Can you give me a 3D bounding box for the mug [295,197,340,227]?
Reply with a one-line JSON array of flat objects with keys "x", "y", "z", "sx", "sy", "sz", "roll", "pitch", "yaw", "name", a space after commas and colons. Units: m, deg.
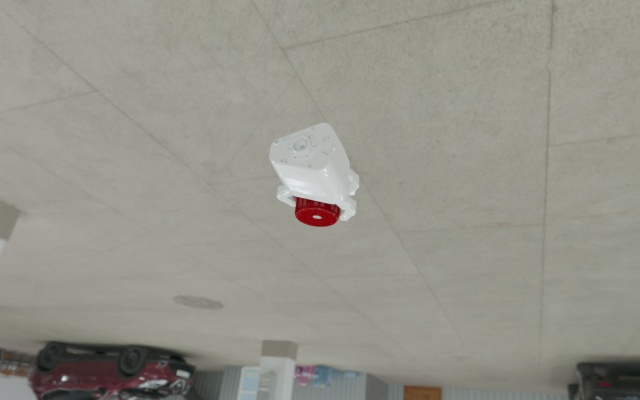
[{"x": 0.000, "y": 0.004, "z": 0.896, "sx": 0.093, "sy": 0.081, "sz": 0.117, "roll": -3, "pitch": -29, "yaw": 18, "name": "mug"}]
